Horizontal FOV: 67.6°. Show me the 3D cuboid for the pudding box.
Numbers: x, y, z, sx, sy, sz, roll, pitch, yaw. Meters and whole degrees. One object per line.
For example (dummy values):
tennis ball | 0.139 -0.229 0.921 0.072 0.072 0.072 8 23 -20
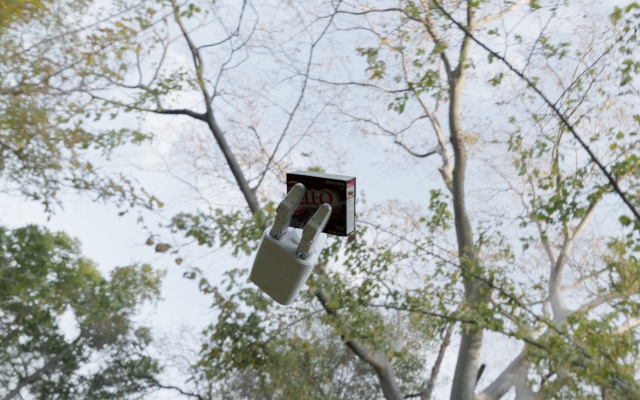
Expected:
pudding box | 0.000 0.002 0.750 0.113 0.090 0.039 7 18 28
